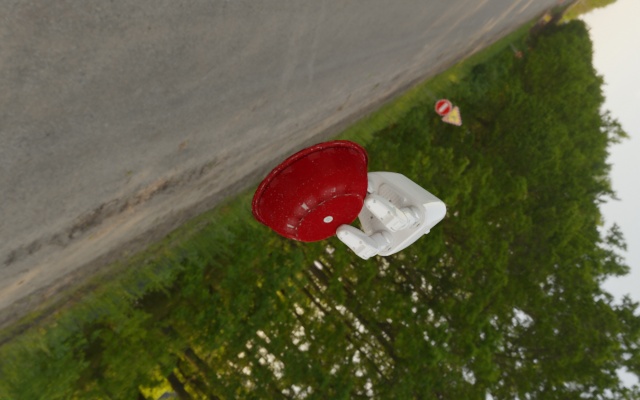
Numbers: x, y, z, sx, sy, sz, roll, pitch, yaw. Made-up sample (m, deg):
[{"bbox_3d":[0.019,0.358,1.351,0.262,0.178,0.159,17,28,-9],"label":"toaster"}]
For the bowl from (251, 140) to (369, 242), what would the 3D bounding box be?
[{"bbox_3d":[-0.001,0.002,0.585,0.162,0.055,0.162,-22,-30,-14],"label":"bowl"}]
